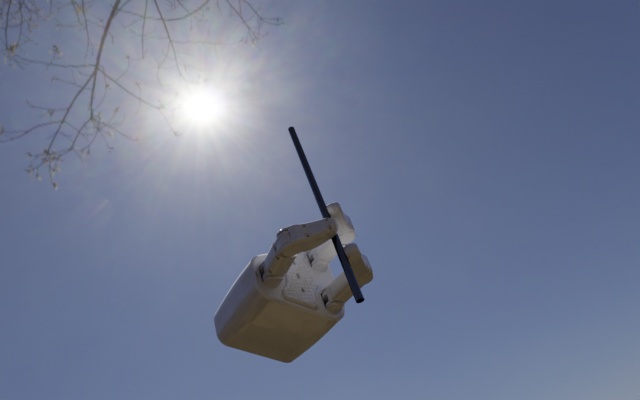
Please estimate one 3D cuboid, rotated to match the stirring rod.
[{"bbox_3d":[0.000,0.002,0.497,0.011,0.239,0.011,-13,-39,-11],"label":"stirring rod"}]
